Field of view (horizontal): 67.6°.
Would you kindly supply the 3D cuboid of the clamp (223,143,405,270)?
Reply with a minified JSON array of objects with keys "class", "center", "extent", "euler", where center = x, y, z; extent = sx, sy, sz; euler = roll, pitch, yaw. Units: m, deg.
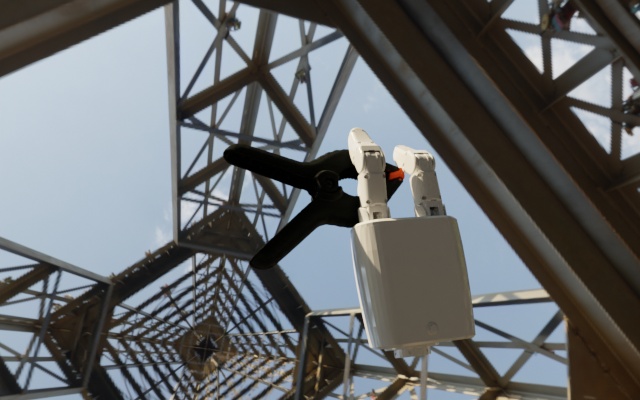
[{"class":"clamp","center":[0.000,0.002,0.440],"extent":[0.171,0.120,0.039],"euler":[-2,-19,-14]}]
